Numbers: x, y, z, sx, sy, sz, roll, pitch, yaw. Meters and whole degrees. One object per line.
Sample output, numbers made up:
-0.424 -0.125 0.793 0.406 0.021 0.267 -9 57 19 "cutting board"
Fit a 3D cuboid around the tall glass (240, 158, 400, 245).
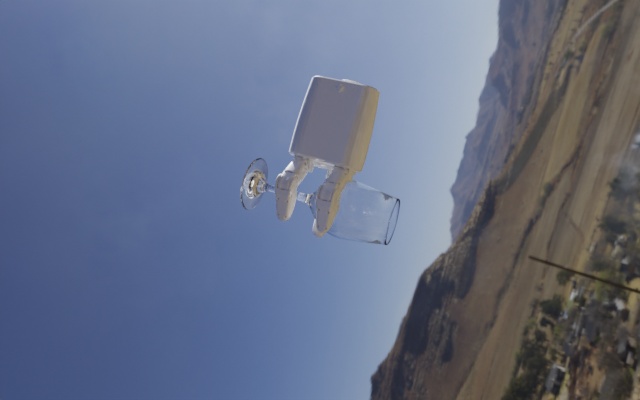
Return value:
-0.001 0.002 0.631 0.201 0.079 0.079 16 5 17 "tall glass"
